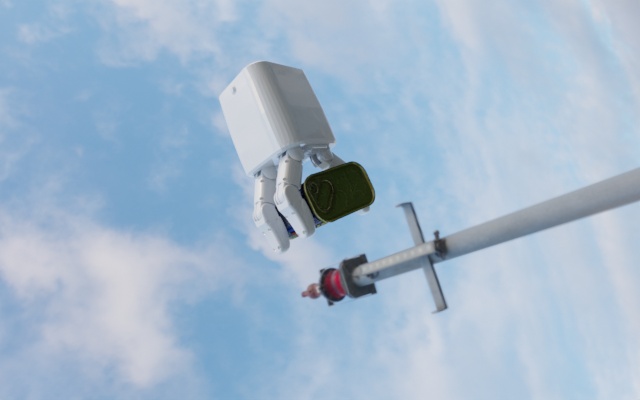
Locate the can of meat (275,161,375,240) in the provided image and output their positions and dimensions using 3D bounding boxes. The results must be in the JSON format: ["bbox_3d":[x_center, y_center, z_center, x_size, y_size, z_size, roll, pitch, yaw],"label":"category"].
[{"bbox_3d":[0.000,0.002,0.569,0.102,0.057,0.084,-22,-5,-43],"label":"can of meat"}]
